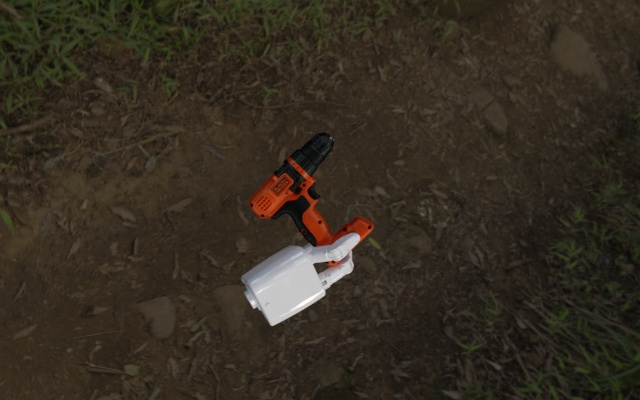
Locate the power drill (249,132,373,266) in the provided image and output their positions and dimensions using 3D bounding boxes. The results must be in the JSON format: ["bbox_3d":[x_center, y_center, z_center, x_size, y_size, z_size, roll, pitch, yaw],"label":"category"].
[{"bbox_3d":[0.000,0.003,0.817,0.184,0.187,0.057,-45,2,3],"label":"power drill"}]
